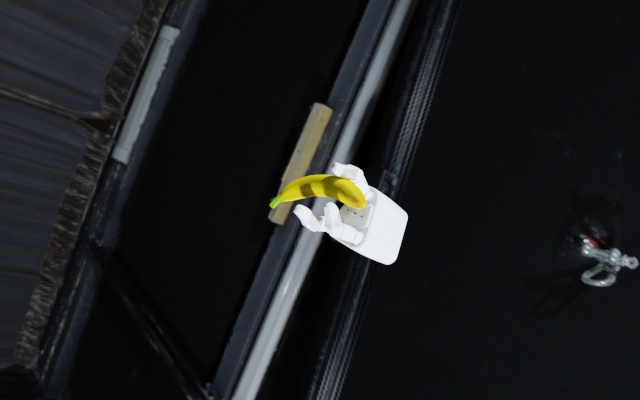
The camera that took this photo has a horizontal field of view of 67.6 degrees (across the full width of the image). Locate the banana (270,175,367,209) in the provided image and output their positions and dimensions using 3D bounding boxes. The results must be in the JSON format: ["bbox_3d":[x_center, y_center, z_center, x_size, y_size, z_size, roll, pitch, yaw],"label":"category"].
[{"bbox_3d":[0.003,-0.014,0.808,0.198,0.069,0.037,-2,-31,39],"label":"banana"}]
